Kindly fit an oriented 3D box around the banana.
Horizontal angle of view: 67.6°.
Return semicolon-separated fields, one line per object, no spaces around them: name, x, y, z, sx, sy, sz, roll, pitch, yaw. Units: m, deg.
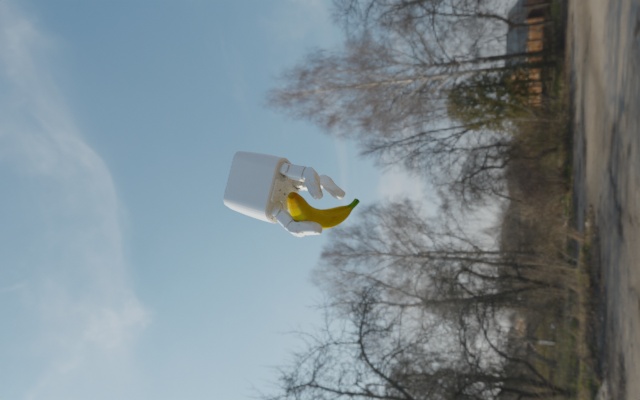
banana;-0.004;0.020;0.849;0.037;0.069;0.198;28;14;33
